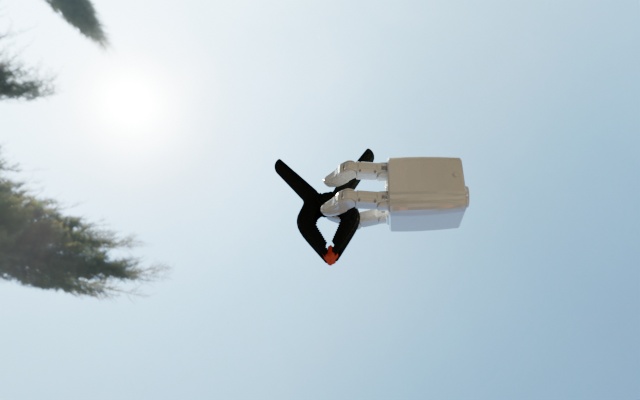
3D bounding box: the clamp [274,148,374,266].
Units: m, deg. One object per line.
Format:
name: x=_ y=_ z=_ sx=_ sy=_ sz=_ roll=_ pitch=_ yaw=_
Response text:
clamp: x=0.000 y=0.003 z=0.736 sx=0.164 sy=0.209 sz=0.036 roll=-2 pitch=-38 yaw=9
